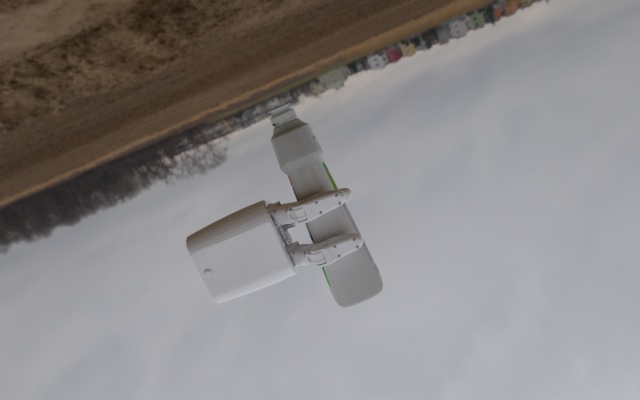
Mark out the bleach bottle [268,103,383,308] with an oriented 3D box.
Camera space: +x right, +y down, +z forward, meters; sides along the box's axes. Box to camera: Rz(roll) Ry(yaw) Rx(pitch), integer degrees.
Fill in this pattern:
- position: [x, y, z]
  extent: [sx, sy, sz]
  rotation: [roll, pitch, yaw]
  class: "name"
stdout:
- position: [0.000, 0.002, 0.590]
  extent: [0.068, 0.251, 0.102]
  rotation: [-23, 13, 1]
  class: "bleach bottle"
